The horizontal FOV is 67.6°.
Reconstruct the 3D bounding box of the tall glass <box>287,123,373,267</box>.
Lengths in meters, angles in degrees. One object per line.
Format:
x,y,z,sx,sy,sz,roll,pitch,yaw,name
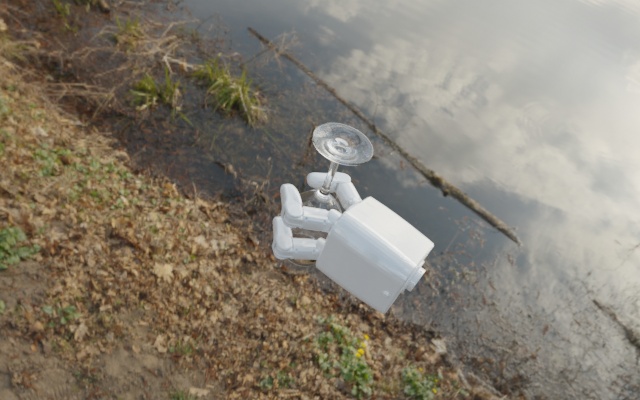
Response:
0.000,0.001,0.617,0.079,0.079,0.201,0,-43,-21,tall glass
